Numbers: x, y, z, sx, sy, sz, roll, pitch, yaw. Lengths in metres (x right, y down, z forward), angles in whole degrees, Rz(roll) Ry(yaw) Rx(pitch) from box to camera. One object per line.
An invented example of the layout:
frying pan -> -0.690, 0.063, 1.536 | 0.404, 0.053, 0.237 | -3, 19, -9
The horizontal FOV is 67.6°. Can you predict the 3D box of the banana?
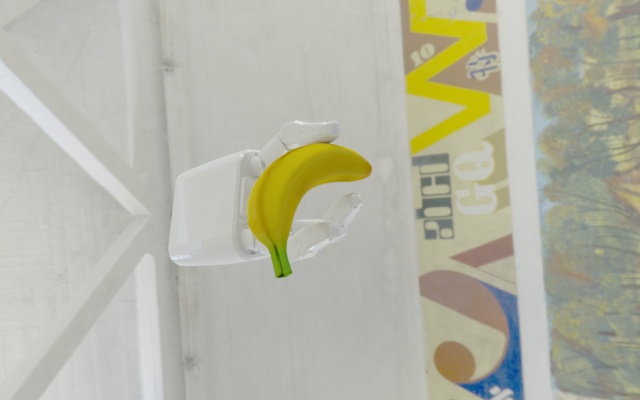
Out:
banana -> -0.010, -0.013, 0.407 | 0.037, 0.070, 0.197 | -18, 17, 34
